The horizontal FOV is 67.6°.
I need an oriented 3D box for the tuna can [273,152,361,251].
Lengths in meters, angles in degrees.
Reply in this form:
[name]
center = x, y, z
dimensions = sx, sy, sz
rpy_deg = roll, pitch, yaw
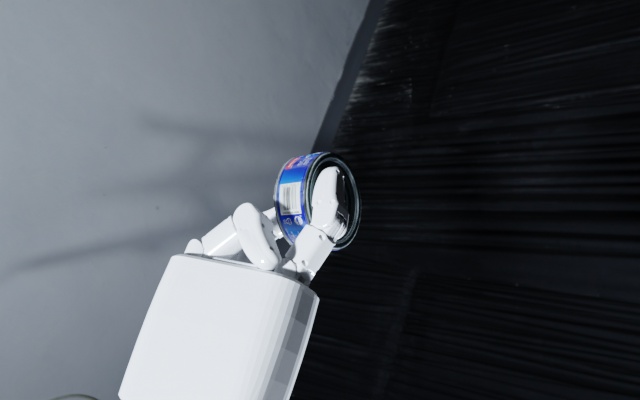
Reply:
[tuna can]
center = 0.001, 0.001, 0.413
dimensions = 0.034, 0.086, 0.086
rpy_deg = -6, -3, 36
